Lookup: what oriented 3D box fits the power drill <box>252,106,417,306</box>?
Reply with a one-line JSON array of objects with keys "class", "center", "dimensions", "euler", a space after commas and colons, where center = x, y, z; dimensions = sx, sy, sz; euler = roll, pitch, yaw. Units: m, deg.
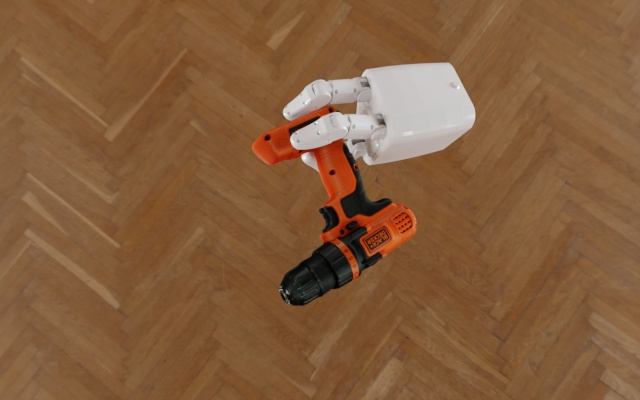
[{"class": "power drill", "center": [0.000, 0.001, 0.537], "dimensions": [0.184, 0.187, 0.057], "euler": [-29, 1, -27]}]
